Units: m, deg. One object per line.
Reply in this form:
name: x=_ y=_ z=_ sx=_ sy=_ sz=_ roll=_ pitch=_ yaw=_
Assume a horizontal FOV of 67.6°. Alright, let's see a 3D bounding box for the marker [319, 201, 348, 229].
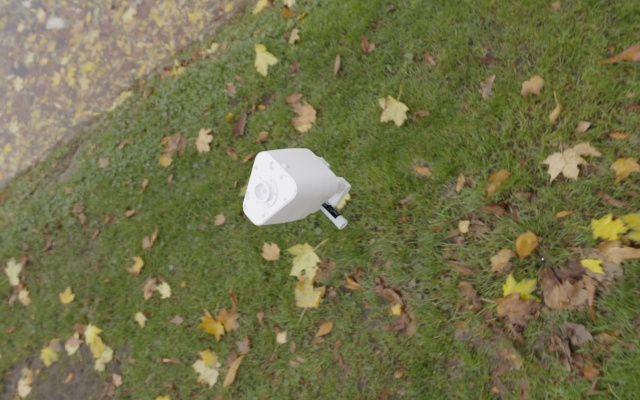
marker: x=0.000 y=0.003 z=0.832 sx=0.121 sy=0.020 sz=0.020 roll=45 pitch=21 yaw=22
